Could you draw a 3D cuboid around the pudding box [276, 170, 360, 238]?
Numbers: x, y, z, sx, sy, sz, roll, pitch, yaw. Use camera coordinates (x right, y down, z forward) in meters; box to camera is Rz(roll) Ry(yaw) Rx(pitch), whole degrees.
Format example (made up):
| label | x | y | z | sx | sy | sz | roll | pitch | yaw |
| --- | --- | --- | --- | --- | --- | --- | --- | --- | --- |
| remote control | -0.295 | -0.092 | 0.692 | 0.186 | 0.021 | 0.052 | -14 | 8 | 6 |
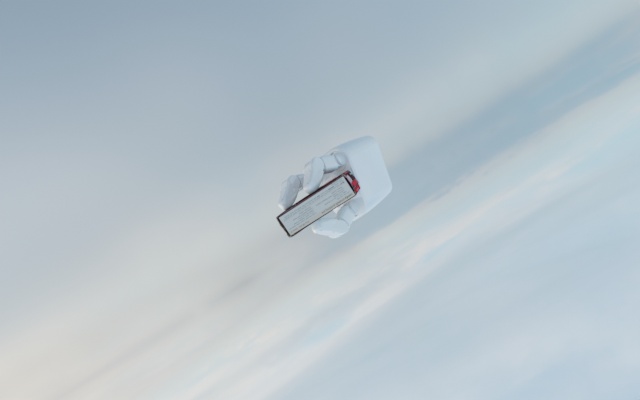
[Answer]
| label | x | y | z | sx | sy | sz | roll | pitch | yaw |
| --- | --- | --- | --- | --- | --- | --- | --- | --- | --- |
| pudding box | 0.000 | 0.002 | 0.675 | 0.113 | 0.039 | 0.090 | -35 | 0 | 10 |
